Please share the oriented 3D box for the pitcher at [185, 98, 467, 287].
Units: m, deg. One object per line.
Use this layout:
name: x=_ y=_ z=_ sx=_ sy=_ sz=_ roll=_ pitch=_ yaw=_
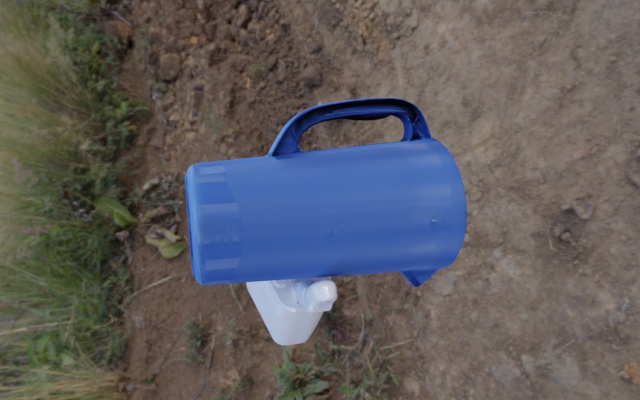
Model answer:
pitcher: x=0.000 y=0.002 z=0.450 sx=0.243 sy=0.149 sz=0.145 roll=-4 pitch=-35 yaw=-15
